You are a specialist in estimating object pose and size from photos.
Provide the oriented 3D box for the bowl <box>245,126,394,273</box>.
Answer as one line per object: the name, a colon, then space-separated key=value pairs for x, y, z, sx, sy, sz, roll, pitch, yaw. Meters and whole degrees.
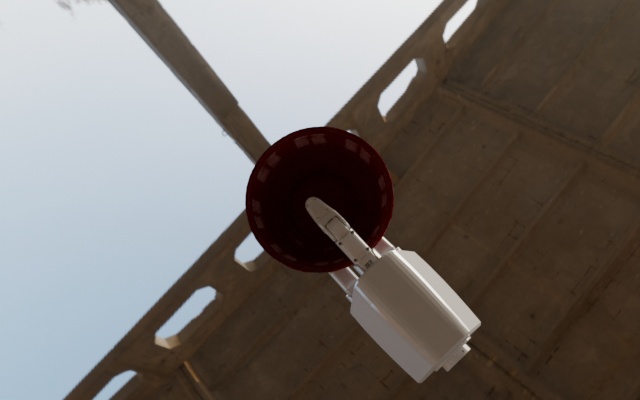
bowl: x=-0.001 y=0.001 z=0.539 sx=0.162 sy=0.162 sz=0.055 roll=0 pitch=-11 yaw=5
